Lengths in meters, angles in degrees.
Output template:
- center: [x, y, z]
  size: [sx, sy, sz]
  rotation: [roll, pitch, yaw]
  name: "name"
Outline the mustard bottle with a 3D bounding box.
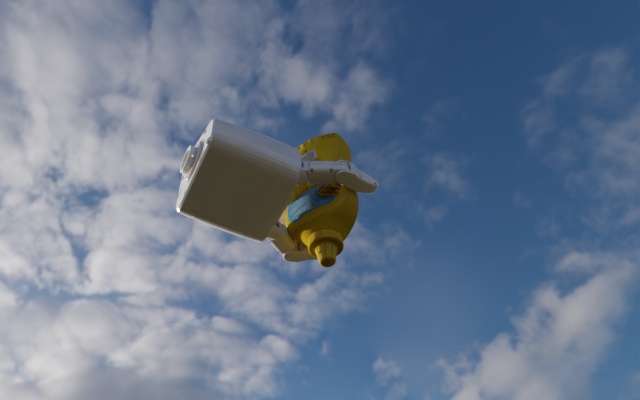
- center: [0.000, 0.002, 0.594]
  size: [0.096, 0.191, 0.058]
  rotation: [-29, -50, 20]
  name: "mustard bottle"
